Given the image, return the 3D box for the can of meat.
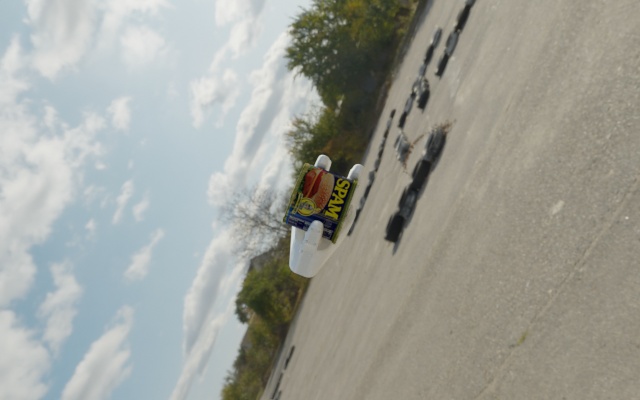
[{"bbox_3d":[0.000,0.002,0.705,0.084,0.102,0.057,20,-31,2],"label":"can of meat"}]
